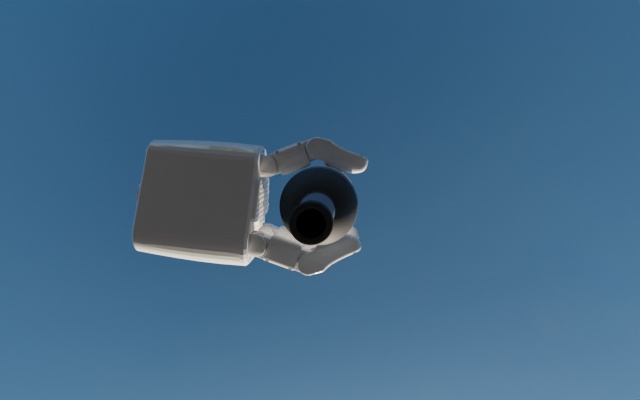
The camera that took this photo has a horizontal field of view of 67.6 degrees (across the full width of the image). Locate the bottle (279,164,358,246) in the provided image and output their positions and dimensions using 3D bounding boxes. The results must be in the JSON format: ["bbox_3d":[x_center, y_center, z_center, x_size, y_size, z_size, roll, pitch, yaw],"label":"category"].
[{"bbox_3d":[0.000,0.001,0.439,0.069,0.069,0.295,0,5,2],"label":"bottle"}]
